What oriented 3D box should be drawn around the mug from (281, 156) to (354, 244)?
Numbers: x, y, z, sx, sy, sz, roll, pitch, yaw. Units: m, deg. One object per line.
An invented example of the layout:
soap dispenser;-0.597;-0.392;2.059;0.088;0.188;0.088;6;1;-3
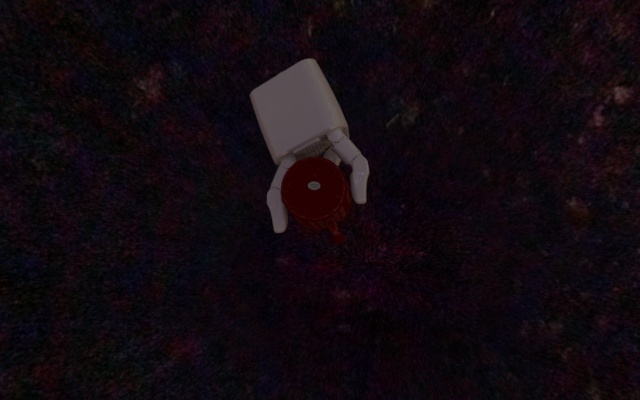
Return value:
mug;0.001;0.003;0.609;0.093;0.117;0.081;-24;-11;2
